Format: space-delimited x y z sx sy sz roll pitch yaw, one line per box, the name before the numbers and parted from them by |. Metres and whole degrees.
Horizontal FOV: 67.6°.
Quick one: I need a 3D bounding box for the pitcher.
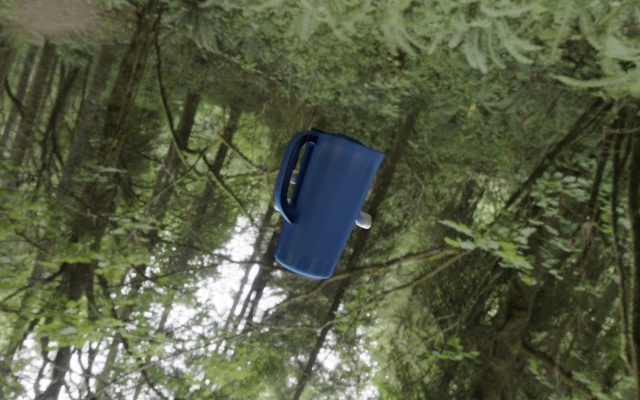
pitcher | 0.000 0.003 0.815 0.149 0.243 0.145 21 7 6
